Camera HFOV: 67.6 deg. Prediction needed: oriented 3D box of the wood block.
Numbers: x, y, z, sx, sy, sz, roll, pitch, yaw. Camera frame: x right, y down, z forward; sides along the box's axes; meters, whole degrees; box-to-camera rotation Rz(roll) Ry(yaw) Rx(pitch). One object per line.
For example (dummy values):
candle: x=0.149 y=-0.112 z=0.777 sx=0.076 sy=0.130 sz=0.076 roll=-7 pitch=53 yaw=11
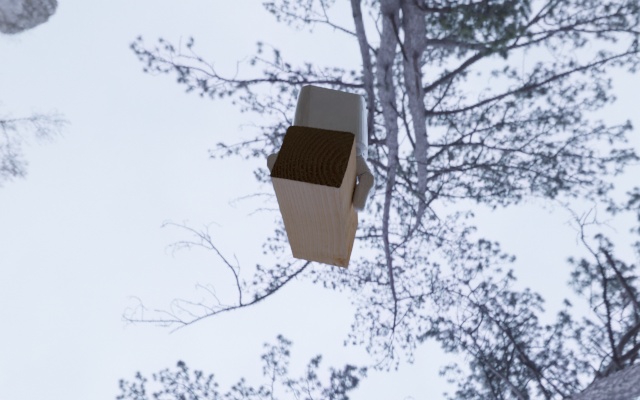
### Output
wood block: x=0.001 y=0.002 z=0.669 sx=0.091 sy=0.090 sz=0.206 roll=9 pitch=-33 yaw=12
